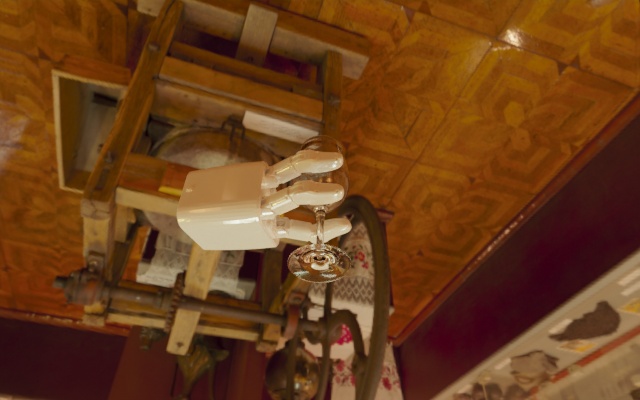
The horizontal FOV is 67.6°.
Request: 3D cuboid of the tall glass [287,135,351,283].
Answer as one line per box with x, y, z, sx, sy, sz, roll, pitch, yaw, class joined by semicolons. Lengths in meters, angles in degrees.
0.000;0.003;0.619;0.079;0.200;0.079;1;-43;1;tall glass
